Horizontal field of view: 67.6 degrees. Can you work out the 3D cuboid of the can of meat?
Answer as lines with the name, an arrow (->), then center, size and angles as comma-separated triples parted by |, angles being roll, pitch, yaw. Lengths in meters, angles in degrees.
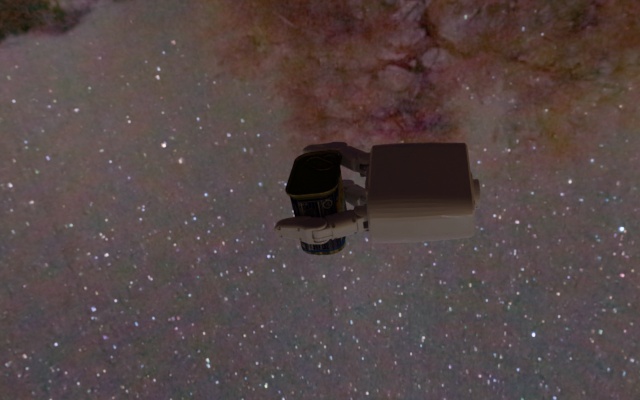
can of meat -> 0.000, 0.002, 0.556 | 0.057, 0.084, 0.102 | -5, 31, 10
